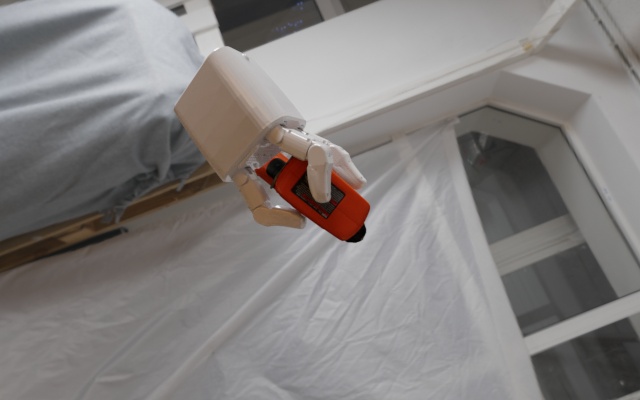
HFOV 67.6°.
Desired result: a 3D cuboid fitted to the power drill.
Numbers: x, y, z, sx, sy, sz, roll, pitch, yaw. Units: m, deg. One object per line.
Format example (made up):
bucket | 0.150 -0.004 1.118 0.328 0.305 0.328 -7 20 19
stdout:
power drill | 0.000 0.002 0.599 0.184 0.057 0.187 36 -4 -10
